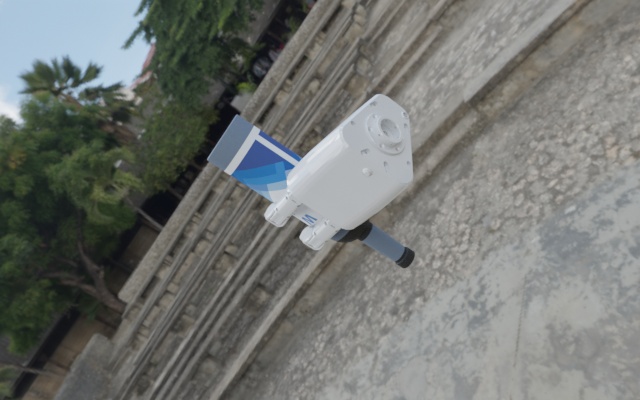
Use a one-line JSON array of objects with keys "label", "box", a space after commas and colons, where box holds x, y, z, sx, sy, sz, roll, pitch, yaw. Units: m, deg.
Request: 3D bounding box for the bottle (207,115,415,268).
[{"label": "bottle", "box": [0.000, 0.002, 0.612, 0.296, 0.069, 0.069, 33, -9, -14]}]
